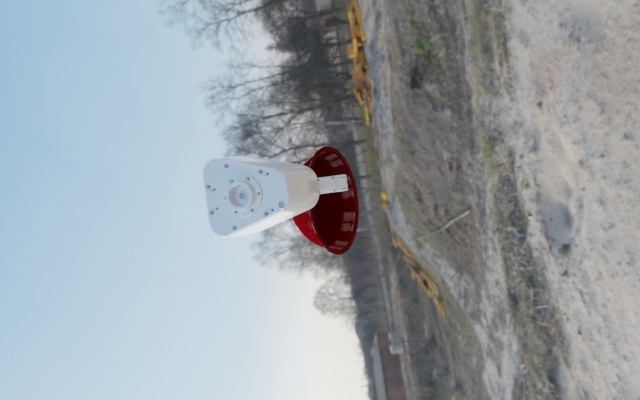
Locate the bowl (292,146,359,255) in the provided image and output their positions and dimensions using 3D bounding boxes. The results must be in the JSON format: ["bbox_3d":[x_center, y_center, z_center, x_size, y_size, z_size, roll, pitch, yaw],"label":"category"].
[{"bbox_3d":[0.000,0.003,0.720,0.055,0.162,0.162,-7,-4,29],"label":"bowl"}]
